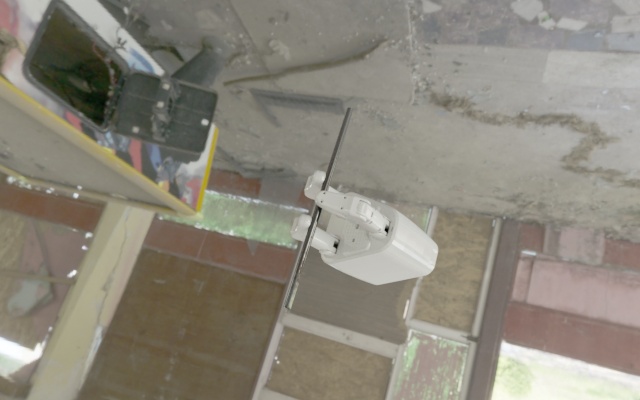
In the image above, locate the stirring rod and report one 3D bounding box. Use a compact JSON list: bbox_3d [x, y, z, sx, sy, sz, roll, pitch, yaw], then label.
[{"bbox_3d":[0.000,0.002,0.529,0.011,0.239,0.011,16,-17,5],"label":"stirring rod"}]
